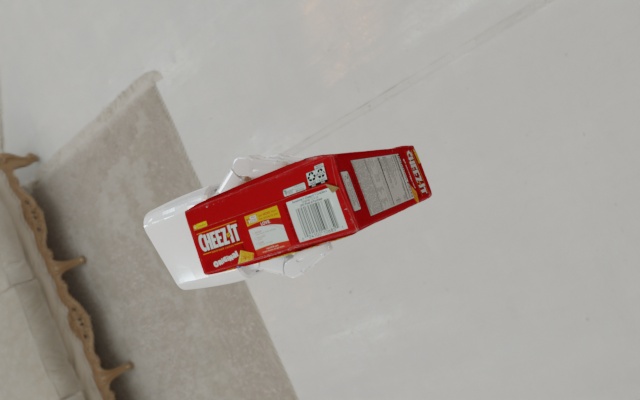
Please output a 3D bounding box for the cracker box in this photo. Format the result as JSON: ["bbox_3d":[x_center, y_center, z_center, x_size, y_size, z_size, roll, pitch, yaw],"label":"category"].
[{"bbox_3d":[0.000,0.002,0.484,0.164,0.072,0.213,-19,-1,29],"label":"cracker box"}]
